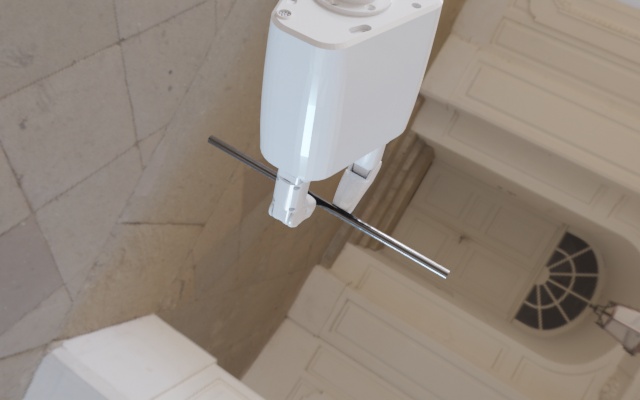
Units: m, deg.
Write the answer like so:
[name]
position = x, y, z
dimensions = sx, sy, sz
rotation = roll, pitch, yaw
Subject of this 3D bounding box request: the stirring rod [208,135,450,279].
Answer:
[stirring rod]
position = 0.000, 0.001, 0.410
dimensions = 0.239, 0.011, 0.011
rotation = 30, 8, 14
